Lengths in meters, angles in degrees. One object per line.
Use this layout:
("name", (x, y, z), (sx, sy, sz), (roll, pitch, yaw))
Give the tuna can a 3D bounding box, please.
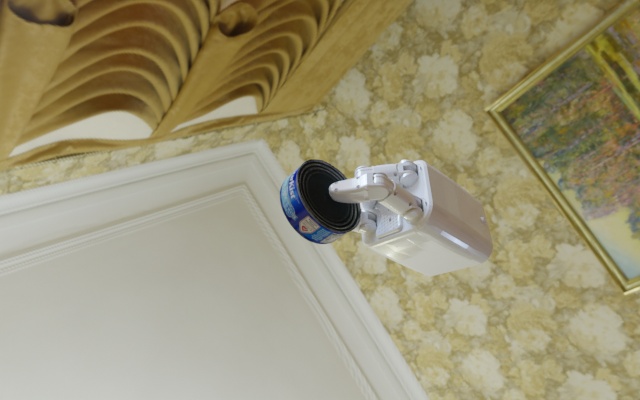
("tuna can", (0.000, 0.002, 0.499), (0.086, 0.086, 0.034), (0, -28, -46))
